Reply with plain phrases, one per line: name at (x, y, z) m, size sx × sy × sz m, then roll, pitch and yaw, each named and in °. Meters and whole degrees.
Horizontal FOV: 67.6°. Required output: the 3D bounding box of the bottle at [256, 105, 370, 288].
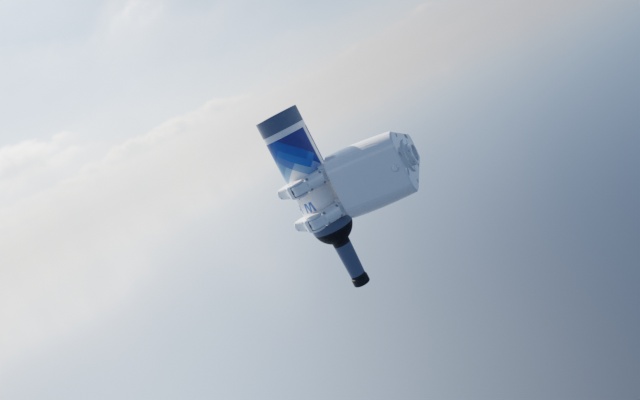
bottle at (0.000, 0.002, 0.729) m, size 0.069 × 0.296 × 0.069 m, roll -26°, pitch 11°, yaw 5°
